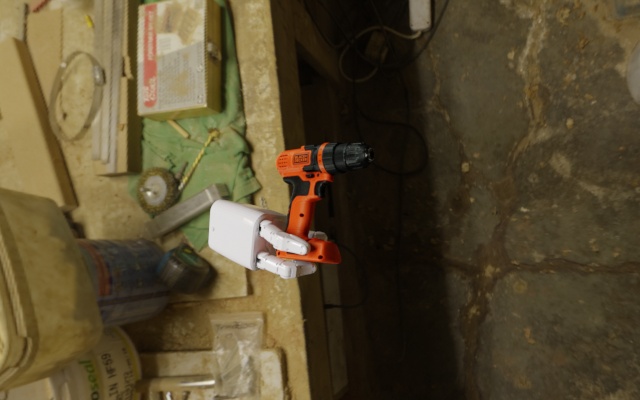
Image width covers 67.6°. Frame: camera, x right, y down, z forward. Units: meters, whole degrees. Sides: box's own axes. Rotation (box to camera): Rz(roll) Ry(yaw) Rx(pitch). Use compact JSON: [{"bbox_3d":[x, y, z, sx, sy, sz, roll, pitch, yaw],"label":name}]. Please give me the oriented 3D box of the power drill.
[{"bbox_3d":[0.000,0.003,0.747,0.184,0.187,0.057,-3,-12,42],"label":"power drill"}]
